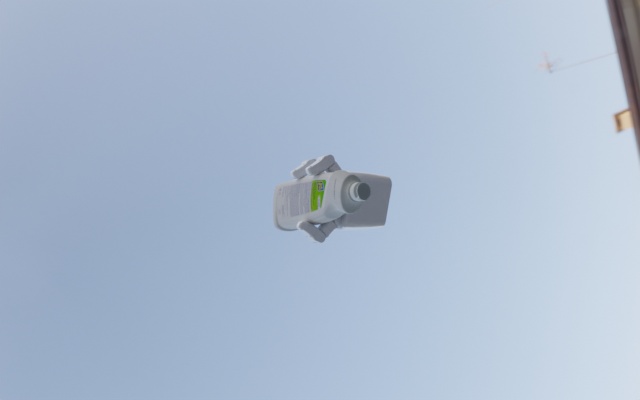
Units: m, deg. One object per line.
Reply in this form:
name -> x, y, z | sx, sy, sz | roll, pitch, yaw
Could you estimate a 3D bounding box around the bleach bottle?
bleach bottle -> 0.000, 0.003, 0.870 | 0.068, 0.102, 0.251 | 1, -5, -34
